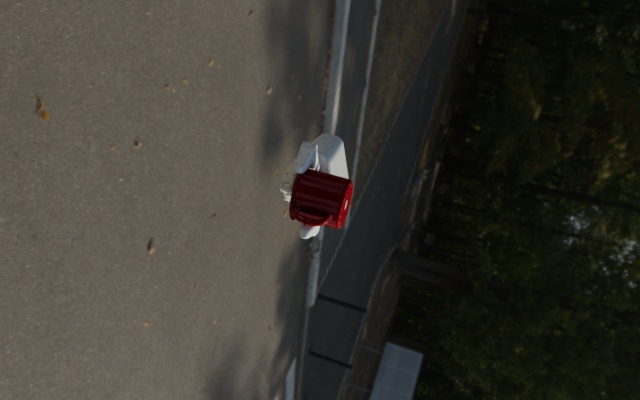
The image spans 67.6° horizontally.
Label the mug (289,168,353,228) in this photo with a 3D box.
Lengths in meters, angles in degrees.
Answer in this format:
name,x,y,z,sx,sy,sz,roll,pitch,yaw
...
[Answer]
name,x,y,z,sx,sy,sz,roll,pitch,yaw
mug,0.000,0.003,0.756,0.081,0.093,0.117,15,33,11
